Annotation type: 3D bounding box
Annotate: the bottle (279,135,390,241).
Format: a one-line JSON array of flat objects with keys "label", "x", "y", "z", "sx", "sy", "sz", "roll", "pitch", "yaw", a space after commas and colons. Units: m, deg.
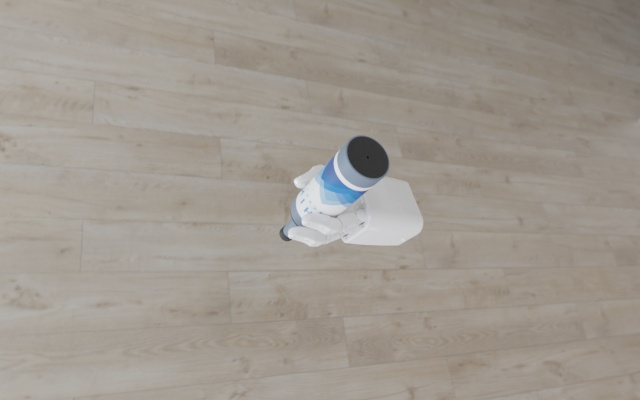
[{"label": "bottle", "x": 0.000, "y": 0.002, "z": 0.739, "sx": 0.069, "sy": 0.069, "sz": 0.296, "roll": 0, "pitch": -23, "yaw": -27}]
